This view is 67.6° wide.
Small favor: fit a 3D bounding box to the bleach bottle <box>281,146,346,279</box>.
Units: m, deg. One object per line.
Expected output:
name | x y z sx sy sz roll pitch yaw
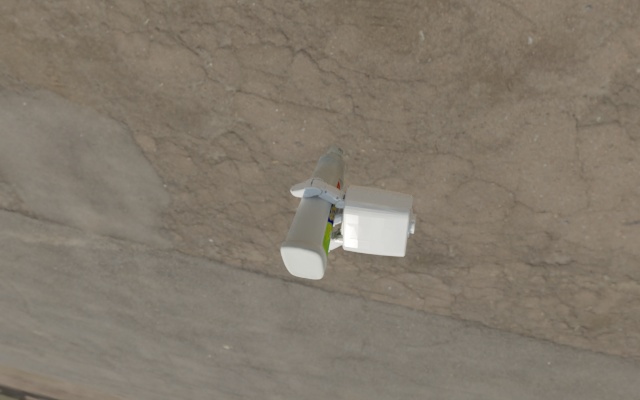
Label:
bleach bottle | 0.000 0.003 0.822 0.068 0.250 0.103 8 -34 12
